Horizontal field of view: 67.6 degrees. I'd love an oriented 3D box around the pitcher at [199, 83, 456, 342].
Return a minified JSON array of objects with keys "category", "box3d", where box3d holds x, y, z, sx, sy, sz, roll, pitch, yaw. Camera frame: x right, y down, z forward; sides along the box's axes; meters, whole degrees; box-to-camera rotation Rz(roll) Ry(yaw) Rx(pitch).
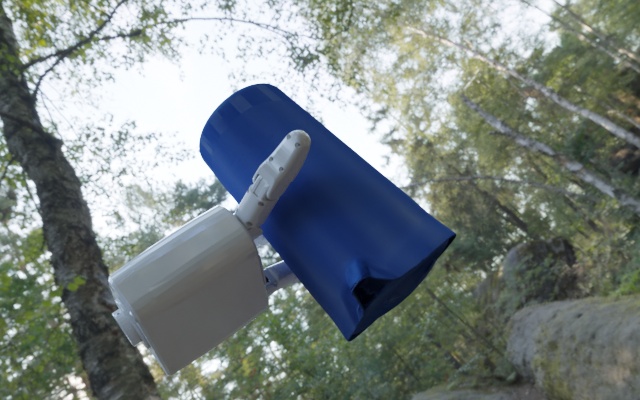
[{"category":"pitcher","box3d":[0.000,0.002,0.464,0.145,0.242,0.149,-35,-21,-27]}]
